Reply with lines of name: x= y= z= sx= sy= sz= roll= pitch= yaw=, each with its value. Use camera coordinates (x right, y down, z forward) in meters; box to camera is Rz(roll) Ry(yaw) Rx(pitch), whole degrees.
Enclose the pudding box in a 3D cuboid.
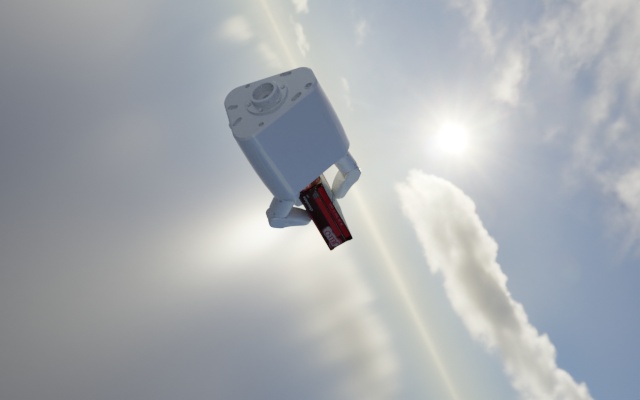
pudding box: x=0.000 y=0.002 z=0.635 sx=0.039 sy=0.090 sz=0.113 roll=-27 pitch=21 yaw=5
